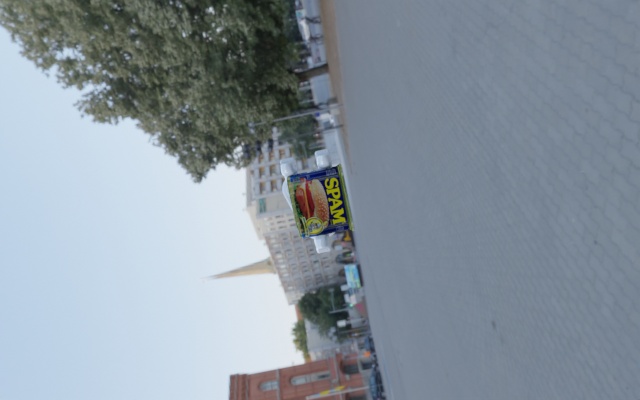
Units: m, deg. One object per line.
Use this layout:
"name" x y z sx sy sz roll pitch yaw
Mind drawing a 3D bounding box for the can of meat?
"can of meat" 0.000 0.003 0.720 0.084 0.102 0.057 -11 8 2
